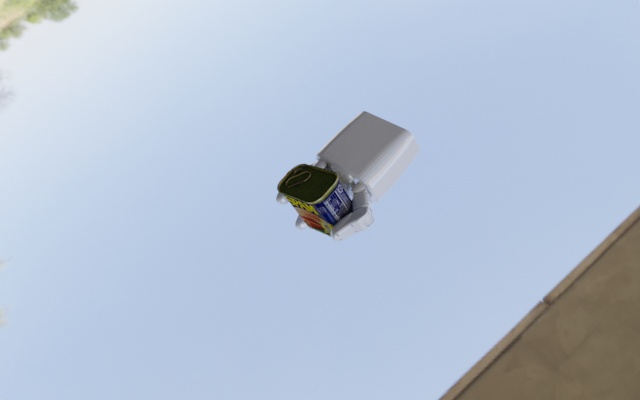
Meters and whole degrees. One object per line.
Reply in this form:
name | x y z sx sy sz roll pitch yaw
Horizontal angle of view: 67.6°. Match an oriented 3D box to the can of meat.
can of meat | 0.000 0.002 0.669 0.102 0.057 0.084 20 -27 50
